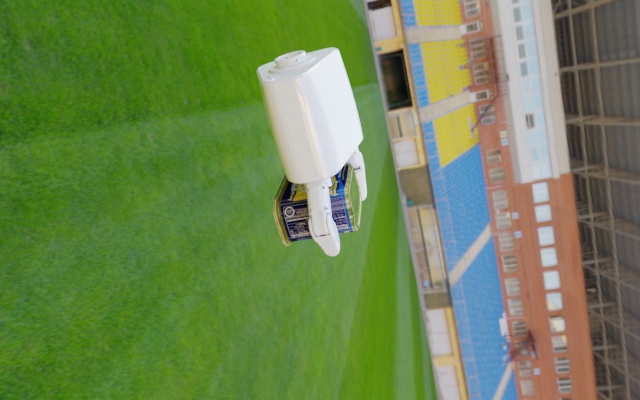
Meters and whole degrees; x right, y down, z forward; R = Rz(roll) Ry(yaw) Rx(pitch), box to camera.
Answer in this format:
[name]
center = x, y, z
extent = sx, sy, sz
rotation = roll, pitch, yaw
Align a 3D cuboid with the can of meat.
[can of meat]
center = 0.000, 0.002, 0.545
extent = 0.084, 0.057, 0.102
rotation = -10, 24, 12
